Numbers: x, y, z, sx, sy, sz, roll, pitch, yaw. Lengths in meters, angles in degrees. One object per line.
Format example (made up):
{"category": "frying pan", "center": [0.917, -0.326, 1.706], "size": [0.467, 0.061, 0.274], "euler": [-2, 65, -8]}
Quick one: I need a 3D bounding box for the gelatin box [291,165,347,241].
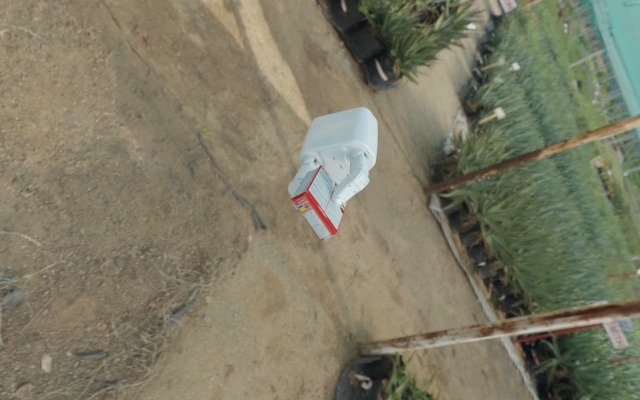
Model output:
{"category": "gelatin box", "center": [0.000, 0.002, 0.665], "size": [0.030, 0.073, 0.089], "euler": [-26, 19, 25]}
